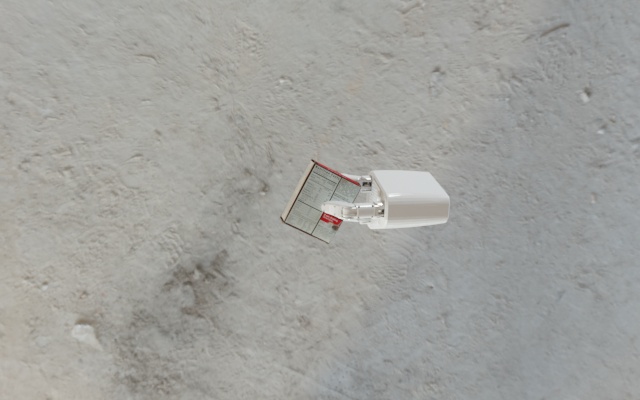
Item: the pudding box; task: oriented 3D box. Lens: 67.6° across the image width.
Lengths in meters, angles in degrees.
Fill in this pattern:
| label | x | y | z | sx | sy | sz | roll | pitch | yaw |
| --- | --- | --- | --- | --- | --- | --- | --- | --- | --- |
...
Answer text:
| label | x | y | z | sx | sy | sz | roll | pitch | yaw |
| --- | --- | --- | --- | --- | --- | --- | --- | --- | --- |
| pudding box | 0.000 | 0.003 | 0.773 | 0.090 | 0.113 | 0.039 | 27 | 6 | -15 |
